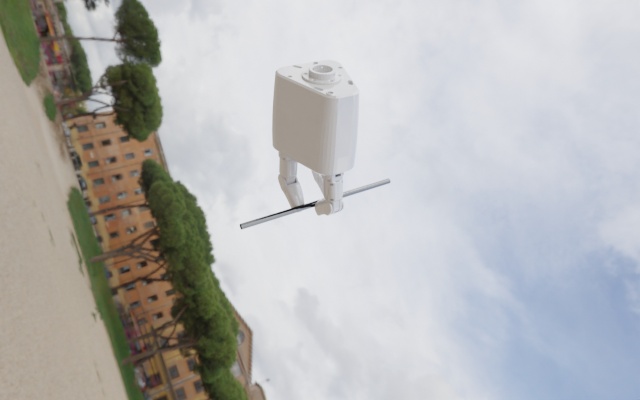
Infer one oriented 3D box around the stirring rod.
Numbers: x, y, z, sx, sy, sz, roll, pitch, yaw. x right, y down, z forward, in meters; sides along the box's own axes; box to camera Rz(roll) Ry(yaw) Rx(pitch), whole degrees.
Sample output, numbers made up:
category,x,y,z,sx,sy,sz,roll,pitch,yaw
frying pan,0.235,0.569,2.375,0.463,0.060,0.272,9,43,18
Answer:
category,x,y,z,sx,sy,sz,roll,pitch,yaw
stirring rod,0.000,0.002,0.672,0.239,0.011,0.011,-17,7,-25
